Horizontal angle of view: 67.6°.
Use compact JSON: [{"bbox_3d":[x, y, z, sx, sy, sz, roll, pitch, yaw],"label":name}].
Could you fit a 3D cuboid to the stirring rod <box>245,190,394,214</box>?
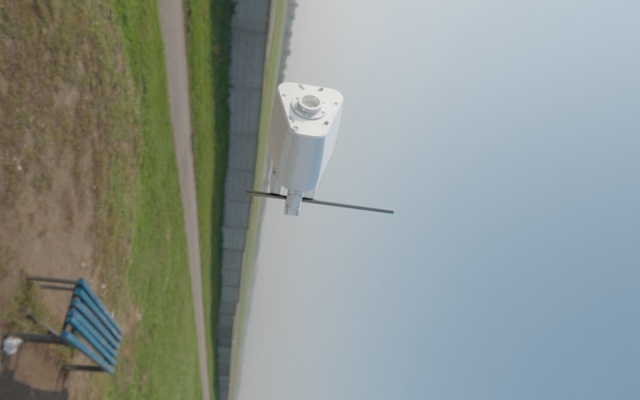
[{"bbox_3d":[0.000,0.002,0.765,0.239,0.011,0.011,8,-1,-6],"label":"stirring rod"}]
